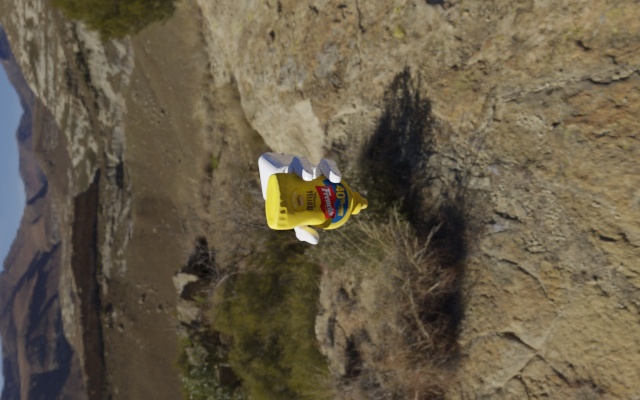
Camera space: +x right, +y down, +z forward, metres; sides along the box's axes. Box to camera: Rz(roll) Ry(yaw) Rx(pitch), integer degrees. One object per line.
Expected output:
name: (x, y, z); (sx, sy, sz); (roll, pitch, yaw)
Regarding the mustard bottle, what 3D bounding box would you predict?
mustard bottle: (0.000, 0.003, 0.851); (0.191, 0.096, 0.058); (2, -6, -29)
